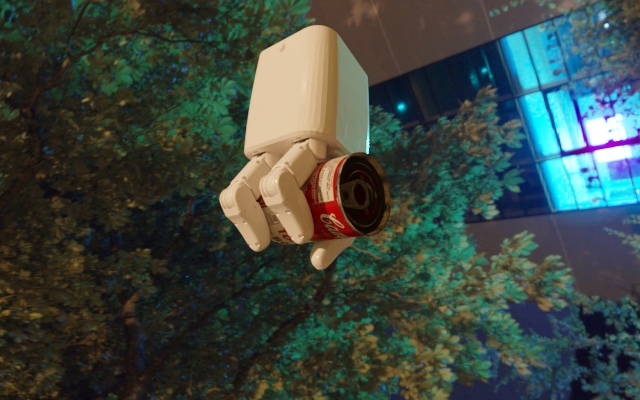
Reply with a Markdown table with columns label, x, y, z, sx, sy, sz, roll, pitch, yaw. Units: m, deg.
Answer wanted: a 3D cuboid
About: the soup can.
| label | x | y | z | sx | sy | sz | roll | pitch | yaw |
| --- | --- | --- | --- | --- | --- | --- | --- | --- | --- |
| soup can | 0.000 | 0.002 | 0.413 | 0.102 | 0.068 | 0.068 | -11 | -7 | 42 |
